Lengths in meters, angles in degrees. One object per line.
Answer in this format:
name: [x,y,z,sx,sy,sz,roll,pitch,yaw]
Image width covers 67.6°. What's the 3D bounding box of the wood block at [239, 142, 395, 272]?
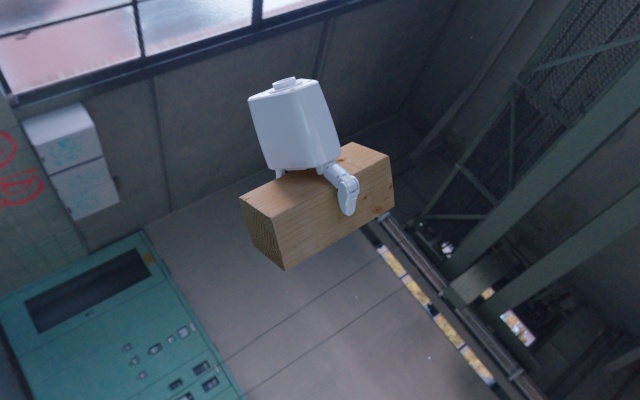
wood block: [0.000,0.002,0.695,0.206,0.090,0.090,-28,35,-26]
